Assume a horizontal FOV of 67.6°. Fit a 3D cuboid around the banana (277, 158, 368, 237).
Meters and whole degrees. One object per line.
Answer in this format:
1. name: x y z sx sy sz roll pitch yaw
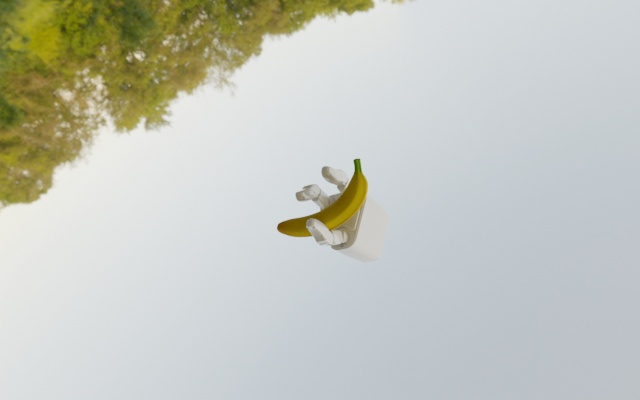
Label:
1. banana: 0.012 0.016 0.798 0.198 0.069 0.037 -39 -17 22
